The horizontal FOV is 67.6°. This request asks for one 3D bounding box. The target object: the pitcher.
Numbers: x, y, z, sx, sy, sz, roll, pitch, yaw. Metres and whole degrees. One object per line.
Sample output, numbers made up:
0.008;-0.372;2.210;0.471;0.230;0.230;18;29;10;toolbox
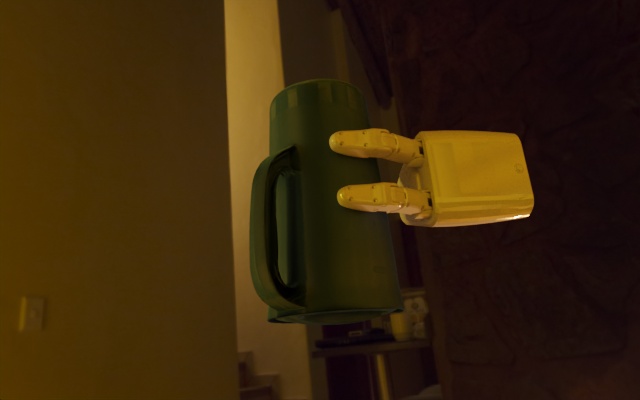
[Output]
0.000;0.002;0.486;0.145;0.242;0.149;-3;-18;-7;pitcher
